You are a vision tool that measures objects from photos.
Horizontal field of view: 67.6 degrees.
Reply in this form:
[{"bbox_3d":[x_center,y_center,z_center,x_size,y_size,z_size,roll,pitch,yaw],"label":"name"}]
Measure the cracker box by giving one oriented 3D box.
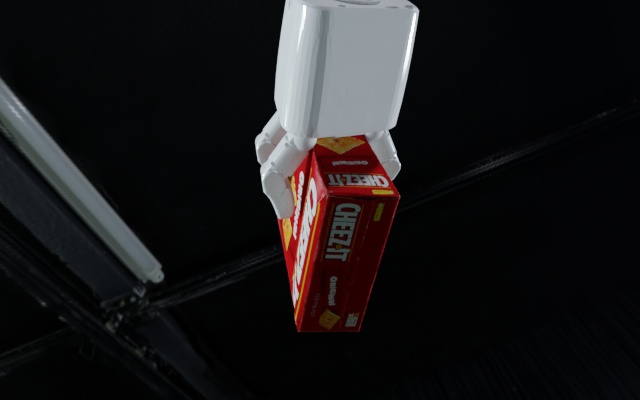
[{"bbox_3d":[0.000,0.002,0.499,0.072,0.164,0.213,1,34,-13],"label":"cracker box"}]
